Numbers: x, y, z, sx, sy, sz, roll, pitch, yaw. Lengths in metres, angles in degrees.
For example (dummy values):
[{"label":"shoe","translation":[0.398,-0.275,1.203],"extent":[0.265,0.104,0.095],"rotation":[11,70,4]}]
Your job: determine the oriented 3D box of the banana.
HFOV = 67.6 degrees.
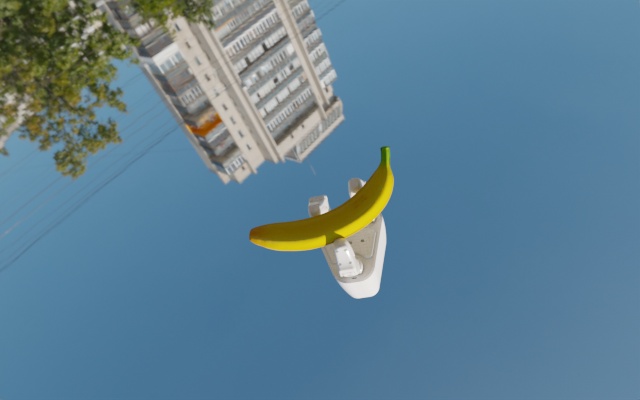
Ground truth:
[{"label":"banana","translation":[0.013,0.016,0.569],"extent":[0.198,0.069,0.037],"rotation":[-32,-5,-1]}]
